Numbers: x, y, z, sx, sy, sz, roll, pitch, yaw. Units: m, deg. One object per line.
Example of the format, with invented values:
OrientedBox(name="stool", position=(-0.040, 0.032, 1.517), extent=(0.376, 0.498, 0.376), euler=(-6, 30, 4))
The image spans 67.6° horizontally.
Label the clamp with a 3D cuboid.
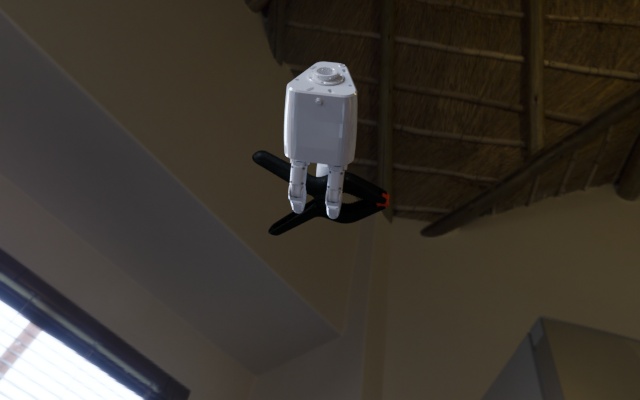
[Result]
OrientedBox(name="clamp", position=(0.001, 0.002, 0.751), extent=(0.210, 0.165, 0.036), euler=(7, 42, 6))
